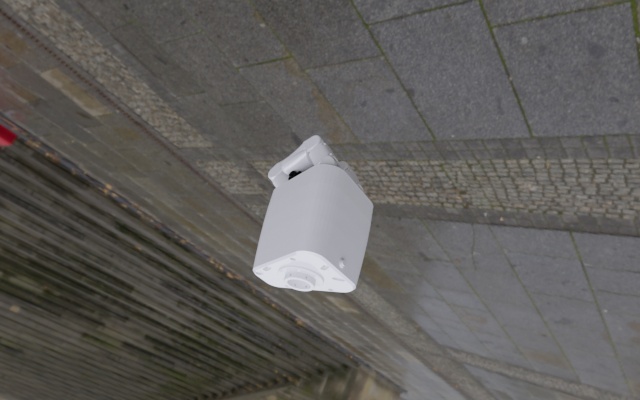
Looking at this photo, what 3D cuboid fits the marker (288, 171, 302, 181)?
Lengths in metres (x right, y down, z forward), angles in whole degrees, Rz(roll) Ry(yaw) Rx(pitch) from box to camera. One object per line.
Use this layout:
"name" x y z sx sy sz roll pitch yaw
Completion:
"marker" 0.000 0.002 0.587 0.020 0.020 0.121 0 -33 40
